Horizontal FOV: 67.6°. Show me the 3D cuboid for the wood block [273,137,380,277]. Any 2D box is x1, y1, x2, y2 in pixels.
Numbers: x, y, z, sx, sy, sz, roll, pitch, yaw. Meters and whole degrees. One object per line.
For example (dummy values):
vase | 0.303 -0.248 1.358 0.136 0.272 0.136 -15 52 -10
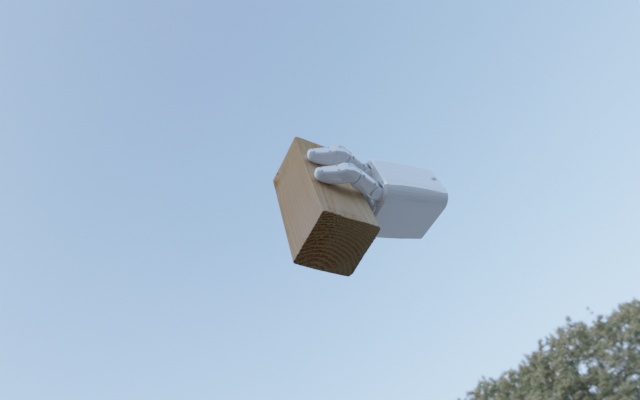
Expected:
wood block | 0.000 0.003 0.696 0.090 0.091 0.206 17 27 -24
